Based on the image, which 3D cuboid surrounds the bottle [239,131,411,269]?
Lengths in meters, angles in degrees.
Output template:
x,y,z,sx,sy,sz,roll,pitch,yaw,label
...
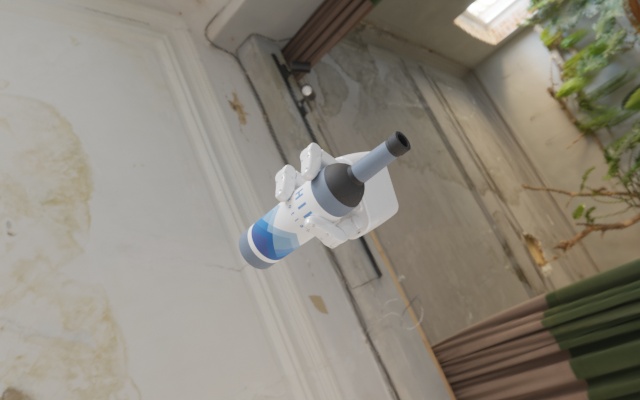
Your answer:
x,y,z,sx,sy,sz,roll,pitch,yaw,label
0.000,0.002,0.643,0.296,0.069,0.069,-37,-23,35,bottle
